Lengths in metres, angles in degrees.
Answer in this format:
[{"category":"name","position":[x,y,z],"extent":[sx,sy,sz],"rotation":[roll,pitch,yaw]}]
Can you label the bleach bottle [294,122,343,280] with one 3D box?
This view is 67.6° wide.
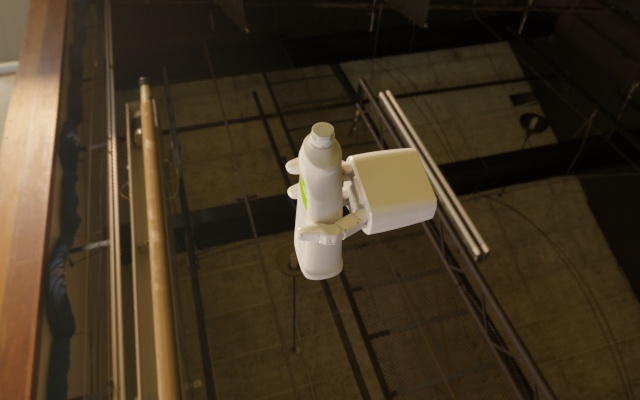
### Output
[{"category":"bleach bottle","position":[0.000,0.002,0.681],"extent":[0.068,0.102,0.251],"rotation":[-10,-41,-13]}]
